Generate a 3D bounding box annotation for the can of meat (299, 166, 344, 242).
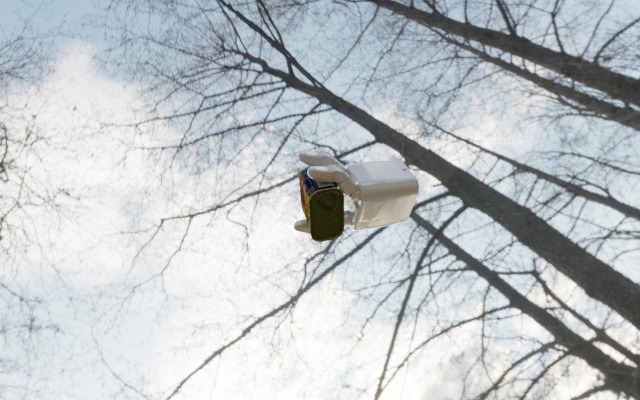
[{"bbox_3d":[0.000,0.003,0.794,0.057,0.102,0.084,-10,35,-11],"label":"can of meat"}]
